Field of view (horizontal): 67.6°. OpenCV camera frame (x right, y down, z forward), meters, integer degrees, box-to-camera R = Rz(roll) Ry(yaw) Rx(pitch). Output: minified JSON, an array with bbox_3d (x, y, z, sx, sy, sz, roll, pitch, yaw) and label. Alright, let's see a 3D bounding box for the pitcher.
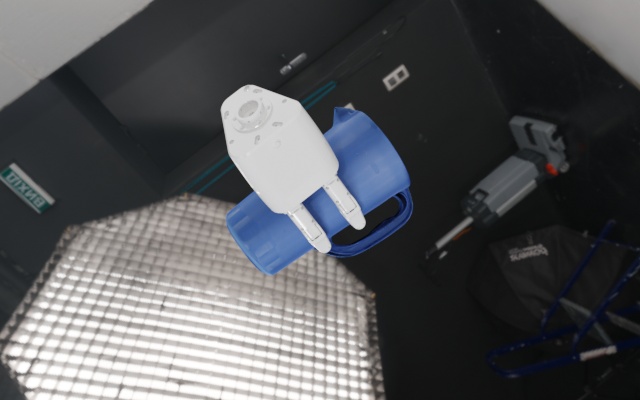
[{"bbox_3d":[0.000,0.002,0.668,0.243,0.149,0.145,-37,-40,-2],"label":"pitcher"}]
